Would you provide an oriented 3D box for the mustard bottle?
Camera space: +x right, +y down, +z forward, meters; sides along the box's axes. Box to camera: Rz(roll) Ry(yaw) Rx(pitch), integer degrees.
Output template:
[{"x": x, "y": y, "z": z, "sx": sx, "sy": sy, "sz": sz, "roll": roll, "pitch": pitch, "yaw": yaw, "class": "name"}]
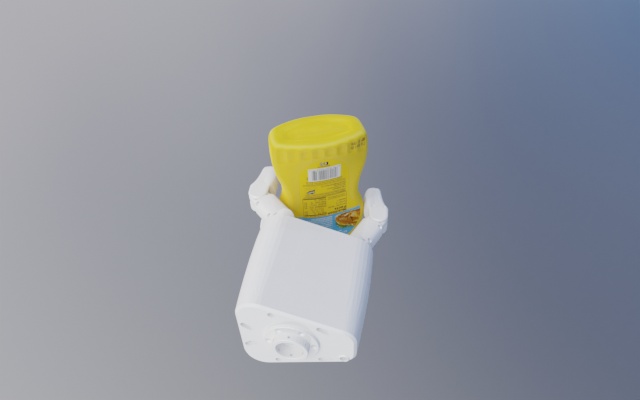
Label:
[{"x": 0.000, "y": 0.001, "z": 0.525, "sx": 0.096, "sy": 0.192, "sz": 0.058, "roll": -11, "pitch": 43, "yaw": -9, "class": "mustard bottle"}]
